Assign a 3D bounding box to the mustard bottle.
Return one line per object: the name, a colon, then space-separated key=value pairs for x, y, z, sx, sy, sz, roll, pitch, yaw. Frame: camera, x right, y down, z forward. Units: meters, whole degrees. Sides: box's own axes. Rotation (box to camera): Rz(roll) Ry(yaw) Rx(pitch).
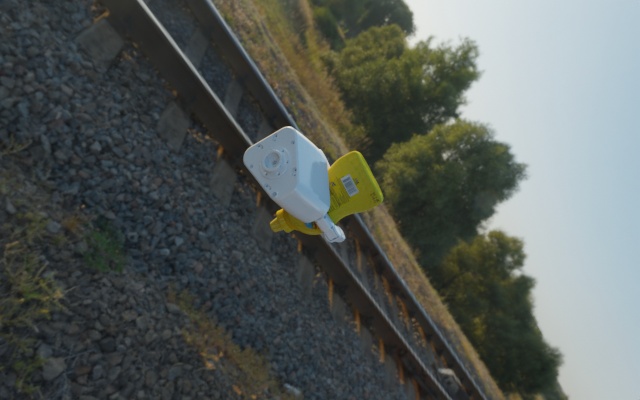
mustard bottle: x=0.000 y=0.003 z=0.792 sx=0.191 sy=0.096 sz=0.058 roll=-28 pitch=-3 yaw=13
